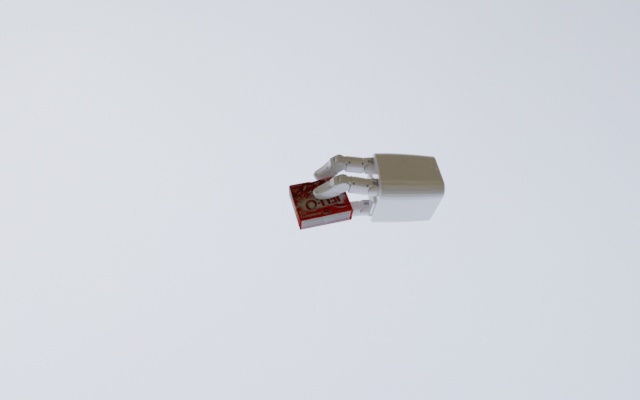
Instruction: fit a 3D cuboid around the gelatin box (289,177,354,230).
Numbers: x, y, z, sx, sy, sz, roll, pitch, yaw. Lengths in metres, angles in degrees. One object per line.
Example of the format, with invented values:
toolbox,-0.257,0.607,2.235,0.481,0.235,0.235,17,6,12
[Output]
gelatin box,0.000,0.003,0.768,0.089,0.073,0.030,-11,-35,-11
